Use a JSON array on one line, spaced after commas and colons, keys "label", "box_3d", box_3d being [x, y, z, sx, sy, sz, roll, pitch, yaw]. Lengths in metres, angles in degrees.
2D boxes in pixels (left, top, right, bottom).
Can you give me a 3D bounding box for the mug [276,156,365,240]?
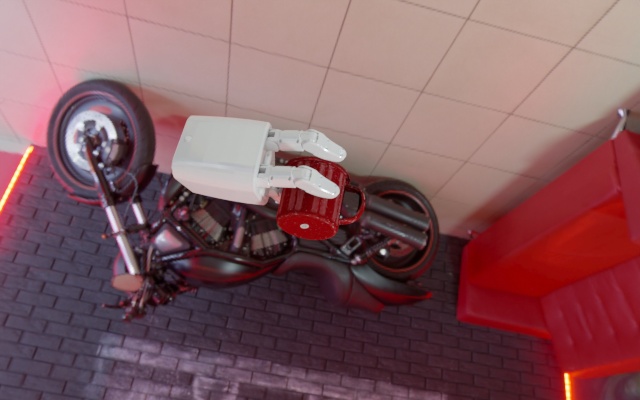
[{"label": "mug", "box_3d": [0.001, 0.002, 0.630, 0.117, 0.081, 0.093, 8, -27, 6]}]
